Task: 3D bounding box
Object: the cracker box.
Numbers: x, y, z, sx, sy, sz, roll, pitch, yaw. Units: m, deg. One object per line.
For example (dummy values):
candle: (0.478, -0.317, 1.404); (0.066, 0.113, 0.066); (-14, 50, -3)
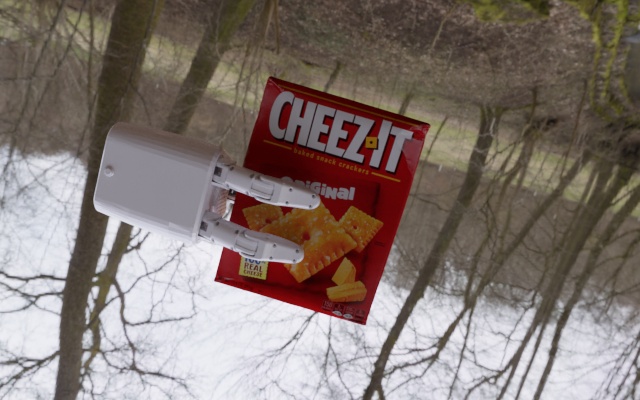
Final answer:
cracker box: (0.000, 0.002, 0.489); (0.164, 0.214, 0.072); (17, 10, 2)
